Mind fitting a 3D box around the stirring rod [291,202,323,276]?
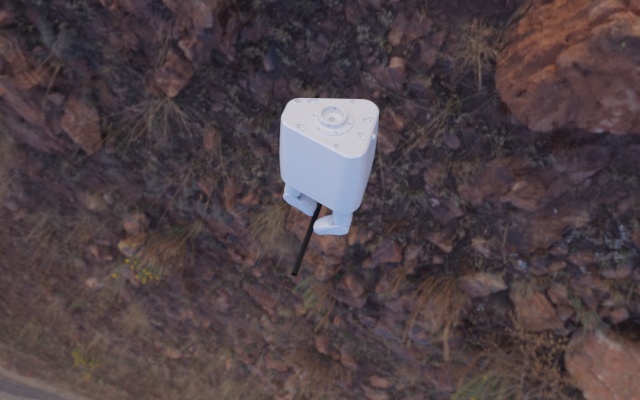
[{"bbox_3d":[0.000,0.002,0.685,0.011,0.239,0.011,14,-34,9],"label":"stirring rod"}]
